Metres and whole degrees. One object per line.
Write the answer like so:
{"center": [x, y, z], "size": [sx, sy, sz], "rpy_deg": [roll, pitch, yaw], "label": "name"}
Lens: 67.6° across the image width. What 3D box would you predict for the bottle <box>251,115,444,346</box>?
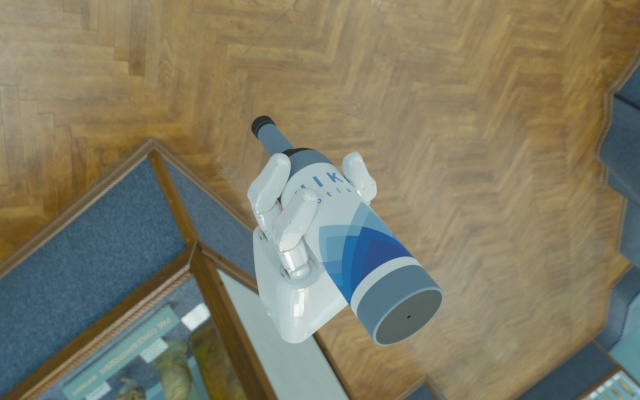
{"center": [0.000, 0.002, 0.463], "size": [0.069, 0.069, 0.295], "rpy_deg": [0, 37, -36], "label": "bottle"}
